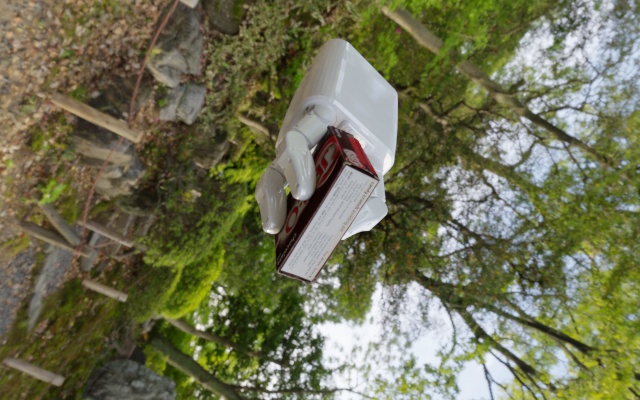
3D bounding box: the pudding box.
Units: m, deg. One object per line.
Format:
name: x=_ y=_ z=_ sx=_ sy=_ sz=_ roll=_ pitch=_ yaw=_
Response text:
pudding box: x=0.000 y=0.001 z=0.413 sx=0.039 sy=0.113 sz=0.090 roll=23 pitch=21 yaw=-17
